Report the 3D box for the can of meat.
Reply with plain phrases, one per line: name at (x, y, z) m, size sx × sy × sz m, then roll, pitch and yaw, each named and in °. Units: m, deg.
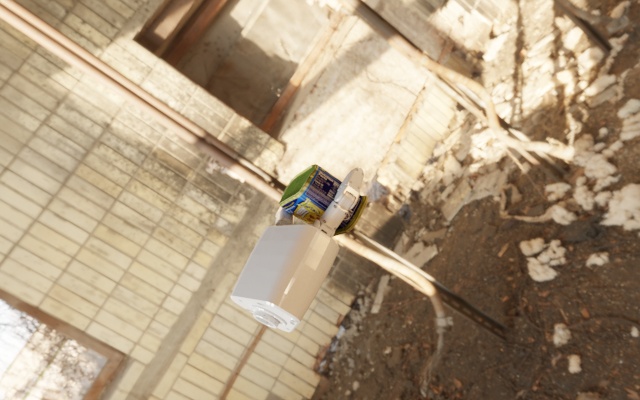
can of meat at (0.000, 0.002, 0.637) m, size 0.084 × 0.057 × 0.102 m, roll 34°, pitch -23°, yaw -14°
